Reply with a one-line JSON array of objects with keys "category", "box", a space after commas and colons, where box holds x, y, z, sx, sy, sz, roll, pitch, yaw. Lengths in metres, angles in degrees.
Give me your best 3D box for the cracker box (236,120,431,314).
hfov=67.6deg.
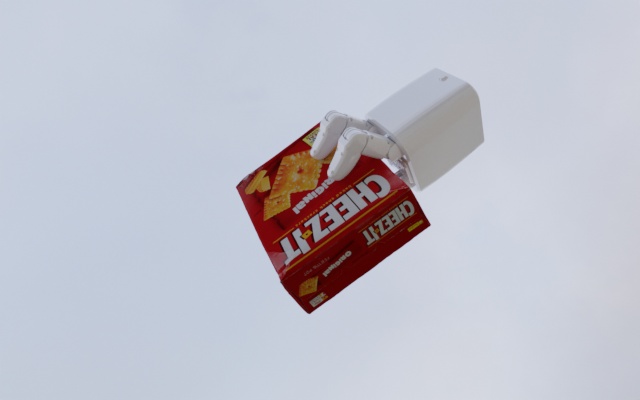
[{"category": "cracker box", "box": [0.000, 0.002, 0.570, 0.164, 0.072, 0.213, -37, 37, 0]}]
